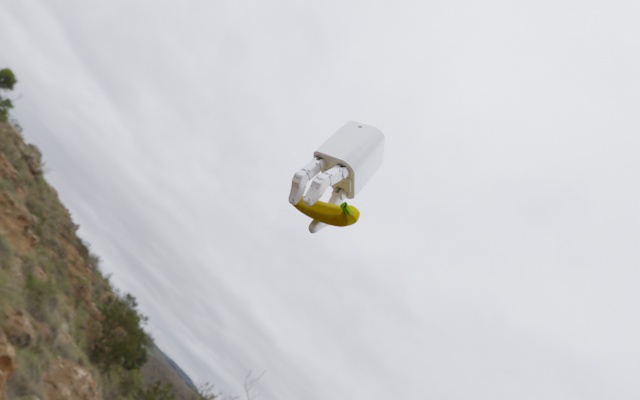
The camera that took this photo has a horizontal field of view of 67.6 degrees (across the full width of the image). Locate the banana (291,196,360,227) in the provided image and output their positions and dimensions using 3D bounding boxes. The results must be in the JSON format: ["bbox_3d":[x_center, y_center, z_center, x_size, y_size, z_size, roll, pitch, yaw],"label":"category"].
[{"bbox_3d":[0.013,0.016,0.842,0.070,0.037,0.198,49,-22,-24],"label":"banana"}]
